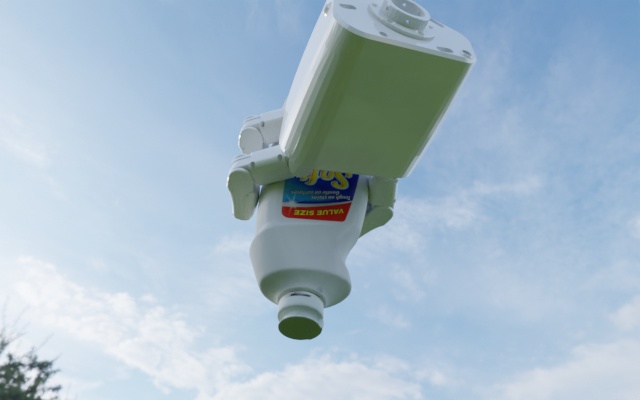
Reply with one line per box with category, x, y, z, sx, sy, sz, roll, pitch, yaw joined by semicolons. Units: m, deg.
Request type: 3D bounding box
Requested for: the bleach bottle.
bleach bottle;0.000;0.001;0.402;0.102;0.068;0.250;17;41;-11
